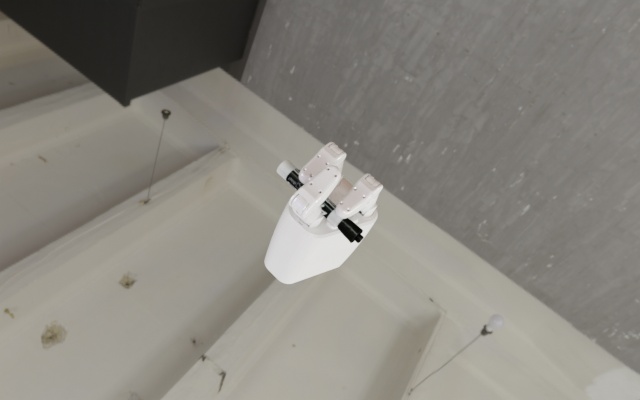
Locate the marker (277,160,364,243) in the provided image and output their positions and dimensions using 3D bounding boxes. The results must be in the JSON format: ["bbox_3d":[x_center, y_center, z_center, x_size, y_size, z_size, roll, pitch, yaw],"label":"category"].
[{"bbox_3d":[0.000,0.002,0.515,0.121,0.020,0.020,43,14,15],"label":"marker"}]
